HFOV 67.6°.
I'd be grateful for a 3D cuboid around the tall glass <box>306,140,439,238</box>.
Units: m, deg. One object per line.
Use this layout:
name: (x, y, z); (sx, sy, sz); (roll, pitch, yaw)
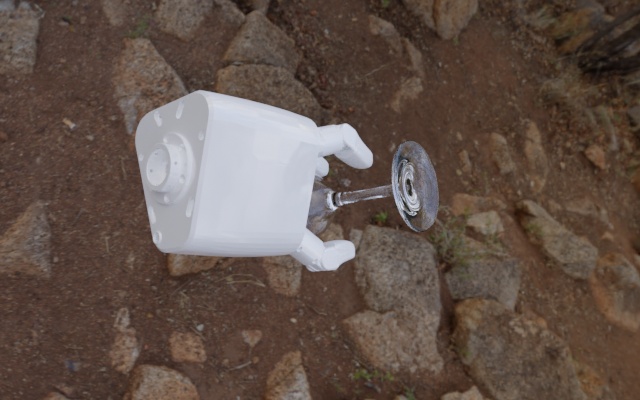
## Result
tall glass: (0.001, 0.001, 0.442); (0.201, 0.079, 0.079); (-10, -6, 38)
